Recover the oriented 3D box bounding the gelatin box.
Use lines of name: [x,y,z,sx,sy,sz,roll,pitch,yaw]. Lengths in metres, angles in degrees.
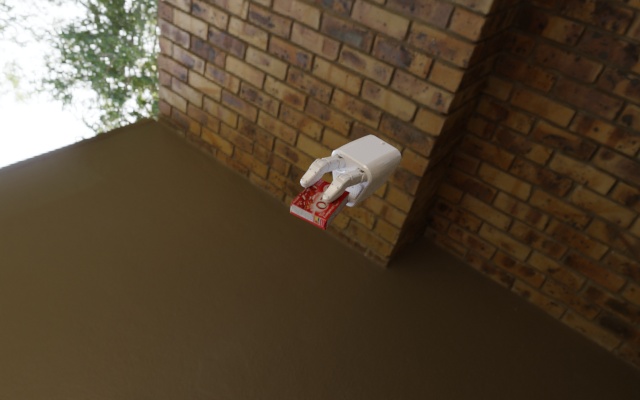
gelatin box: [0.000,0.003,0.853,0.073,0.030,0.089,26,47,18]
